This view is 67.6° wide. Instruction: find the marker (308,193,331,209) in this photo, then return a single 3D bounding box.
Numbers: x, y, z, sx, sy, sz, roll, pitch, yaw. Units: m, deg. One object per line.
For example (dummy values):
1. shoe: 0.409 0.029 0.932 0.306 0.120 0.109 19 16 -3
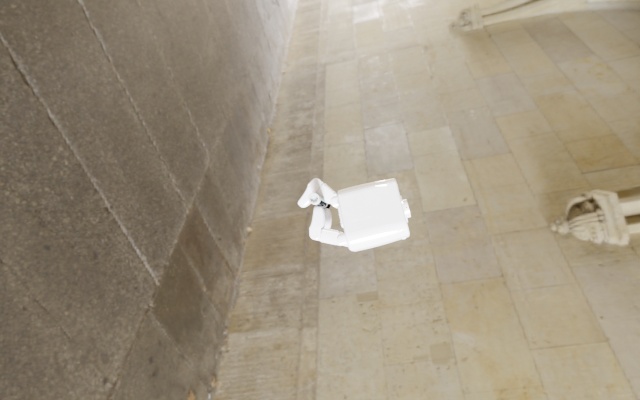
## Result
1. marker: 0.000 0.003 0.850 0.020 0.020 0.121 0 -6 11
